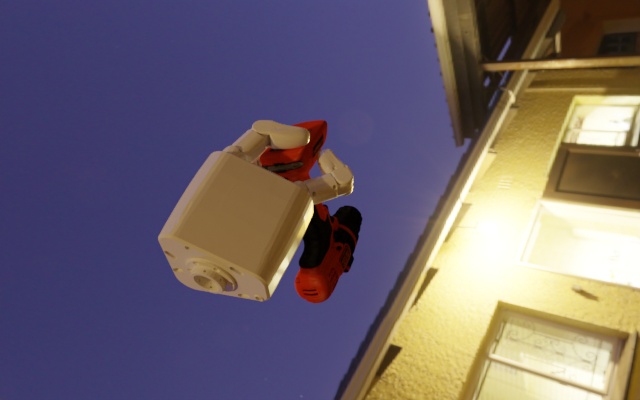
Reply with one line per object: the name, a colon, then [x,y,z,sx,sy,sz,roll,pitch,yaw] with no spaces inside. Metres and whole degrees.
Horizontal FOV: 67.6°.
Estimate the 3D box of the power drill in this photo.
power drill: [0.000,0.002,0.585,0.057,0.188,0.184,-8,26,22]
